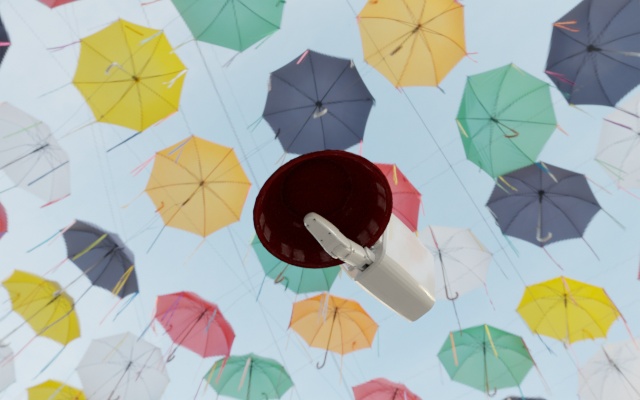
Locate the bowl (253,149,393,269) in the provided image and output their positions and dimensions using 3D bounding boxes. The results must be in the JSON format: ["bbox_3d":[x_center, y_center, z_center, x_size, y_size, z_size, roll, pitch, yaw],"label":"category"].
[{"bbox_3d":[-0.001,0.001,0.561,0.162,0.162,0.055,0,33,-12],"label":"bowl"}]
